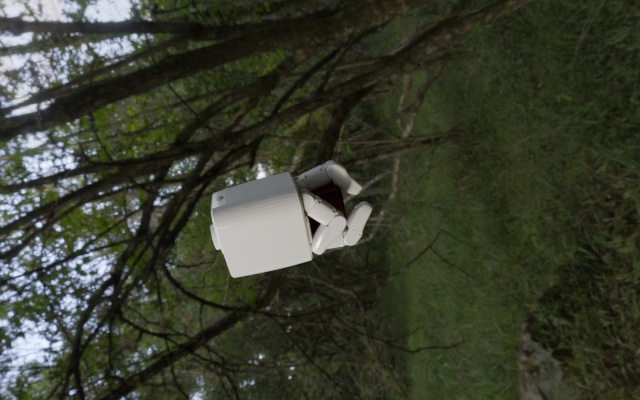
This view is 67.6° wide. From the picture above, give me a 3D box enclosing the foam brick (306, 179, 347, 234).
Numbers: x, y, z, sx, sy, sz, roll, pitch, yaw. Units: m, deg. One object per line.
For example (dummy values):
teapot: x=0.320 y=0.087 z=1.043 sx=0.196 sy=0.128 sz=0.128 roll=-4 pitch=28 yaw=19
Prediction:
foam brick: x=0.000 y=0.002 z=0.649 sx=0.051 sy=0.053 sz=0.078 roll=-14 pitch=21 yaw=-6
